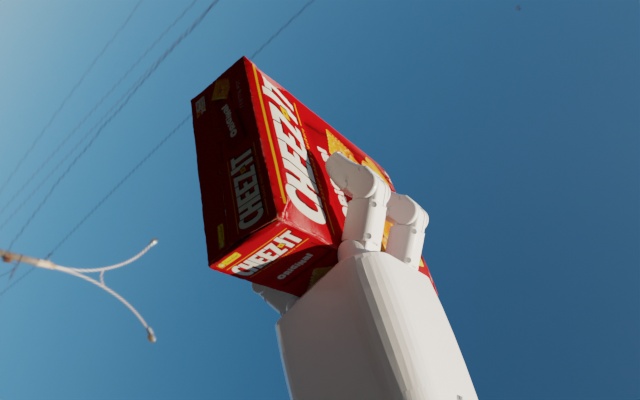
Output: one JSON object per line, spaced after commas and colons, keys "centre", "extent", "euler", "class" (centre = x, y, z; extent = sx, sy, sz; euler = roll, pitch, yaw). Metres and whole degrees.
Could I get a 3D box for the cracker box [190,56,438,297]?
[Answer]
{"centre": [0.000, 0.001, 0.407], "extent": [0.072, 0.164, 0.214], "euler": [-34, -40, 22], "class": "cracker box"}
